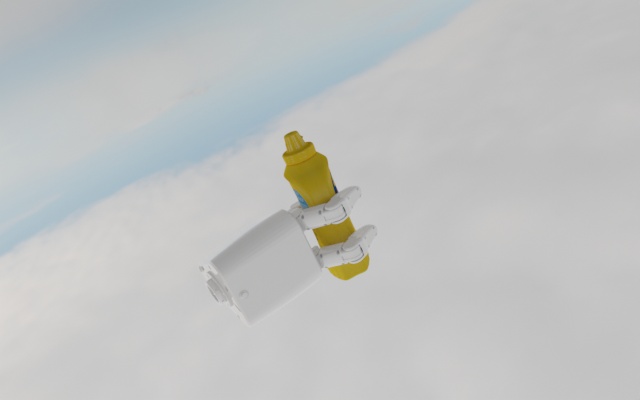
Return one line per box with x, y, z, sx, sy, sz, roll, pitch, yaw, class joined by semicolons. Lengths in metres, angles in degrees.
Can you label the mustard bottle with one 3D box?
0.000;0.002;0.603;0.058;0.192;0.096;-25;21;-1;mustard bottle
